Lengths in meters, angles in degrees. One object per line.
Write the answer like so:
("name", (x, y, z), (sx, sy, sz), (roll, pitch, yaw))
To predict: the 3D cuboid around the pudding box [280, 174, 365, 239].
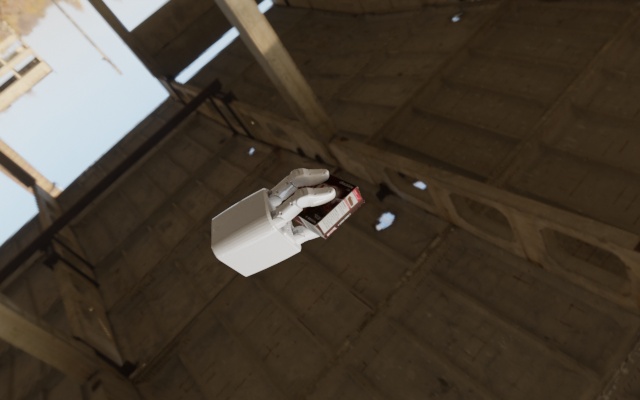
("pudding box", (0.000, 0.003, 0.749), (0.090, 0.039, 0.113), (-44, 39, -14))
